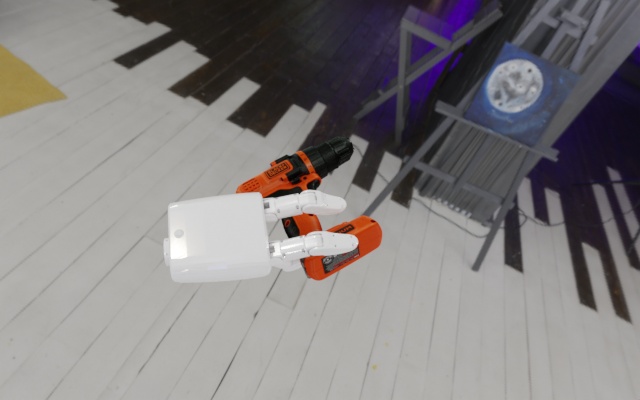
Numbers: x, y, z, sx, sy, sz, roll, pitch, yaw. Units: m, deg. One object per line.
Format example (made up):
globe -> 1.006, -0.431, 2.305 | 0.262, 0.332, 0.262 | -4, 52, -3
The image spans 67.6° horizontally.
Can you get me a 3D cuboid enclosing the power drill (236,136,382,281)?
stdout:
power drill -> 0.000, 0.002, 0.635 | 0.184, 0.057, 0.187 | -30, 49, -11
